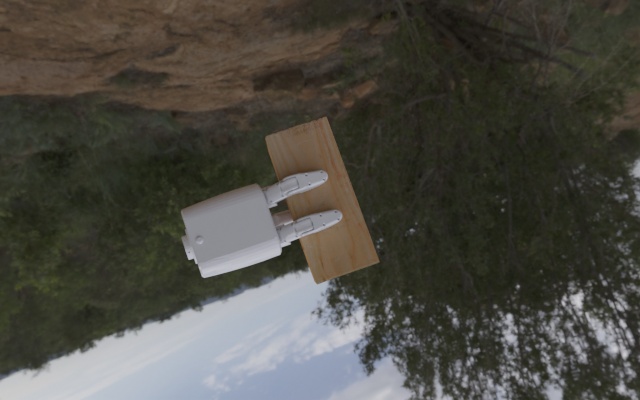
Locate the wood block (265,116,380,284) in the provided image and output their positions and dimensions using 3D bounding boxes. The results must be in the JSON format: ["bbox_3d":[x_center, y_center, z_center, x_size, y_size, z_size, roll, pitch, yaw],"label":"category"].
[{"bbox_3d":[0.000,0.002,0.668,0.090,0.206,0.091,-19,-5,-5],"label":"wood block"}]
